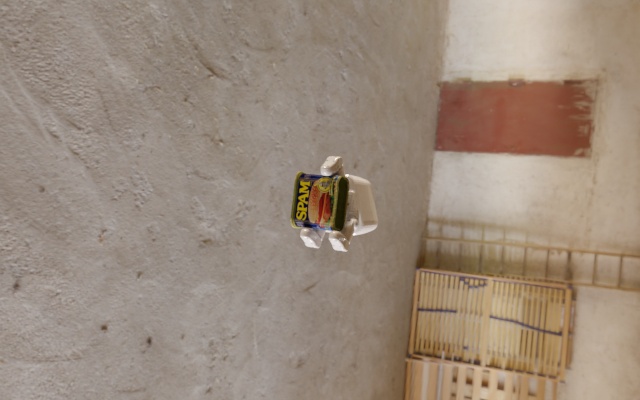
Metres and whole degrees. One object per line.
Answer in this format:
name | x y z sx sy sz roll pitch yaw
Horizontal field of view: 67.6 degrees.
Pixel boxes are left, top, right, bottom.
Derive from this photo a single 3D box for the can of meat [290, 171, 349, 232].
can of meat | 0.000 0.003 0.843 0.084 0.102 0.057 6 -1 24
